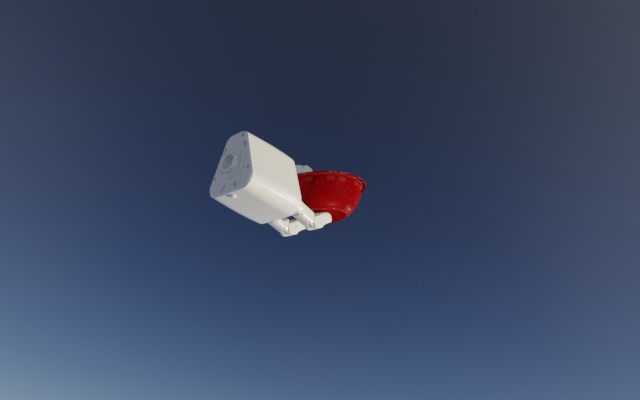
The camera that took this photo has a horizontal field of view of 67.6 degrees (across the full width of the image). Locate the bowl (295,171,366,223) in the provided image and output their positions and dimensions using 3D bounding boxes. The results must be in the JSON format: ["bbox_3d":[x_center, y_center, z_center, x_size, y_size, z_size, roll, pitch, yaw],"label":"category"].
[{"bbox_3d":[0.001,0.003,0.839,0.162,0.055,0.162,-2,-19,-1],"label":"bowl"}]
